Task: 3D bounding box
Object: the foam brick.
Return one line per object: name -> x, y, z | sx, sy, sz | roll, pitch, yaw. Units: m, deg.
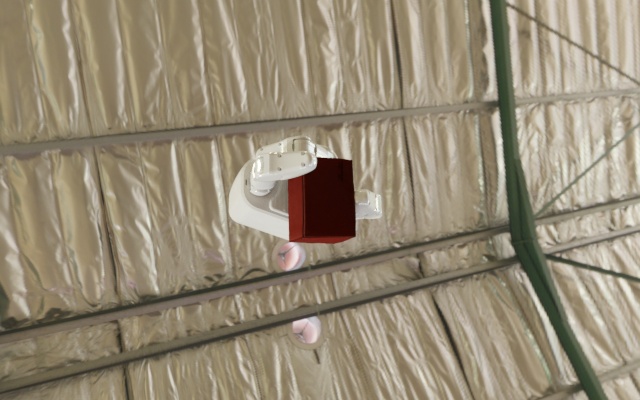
foam brick -> 0.000, 0.002, 0.462 | 0.053, 0.078, 0.051 | 3, -14, -19
